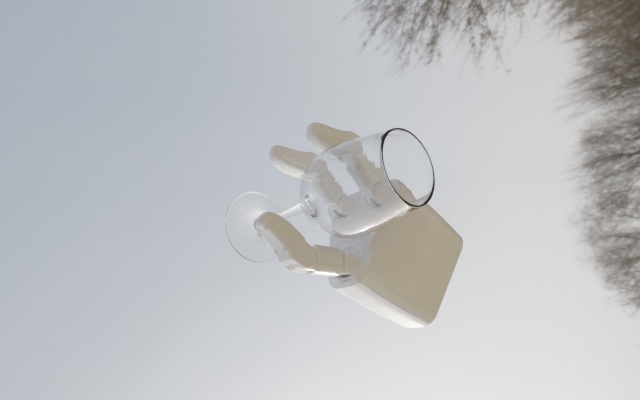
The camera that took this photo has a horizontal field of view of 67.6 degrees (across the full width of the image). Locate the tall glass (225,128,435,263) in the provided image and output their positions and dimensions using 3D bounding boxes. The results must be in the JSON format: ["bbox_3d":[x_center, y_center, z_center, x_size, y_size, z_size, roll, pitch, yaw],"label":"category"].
[{"bbox_3d":[-0.001,0.002,0.419,0.079,0.079,0.201,0,-15,-42],"label":"tall glass"}]
